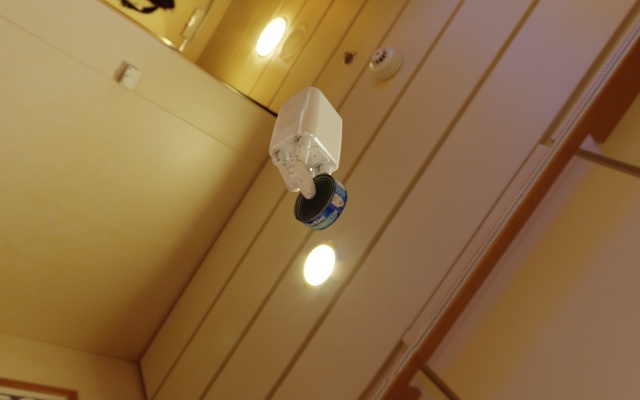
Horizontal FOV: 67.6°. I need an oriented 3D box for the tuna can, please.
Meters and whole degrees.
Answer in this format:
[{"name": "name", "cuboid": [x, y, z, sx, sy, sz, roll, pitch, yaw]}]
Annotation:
[{"name": "tuna can", "cuboid": [0.000, 0.003, 0.735, 0.034, 0.086, 0.086, 35, -21, -32]}]
